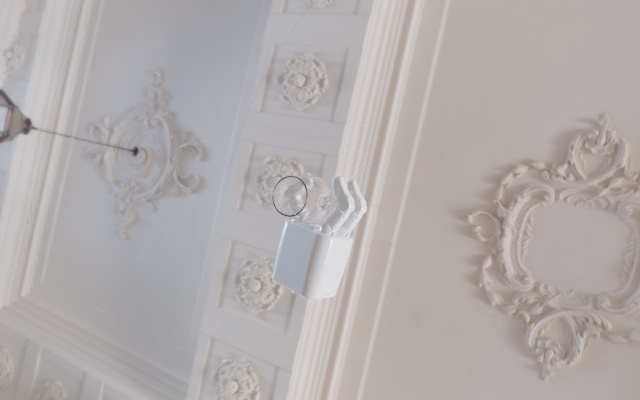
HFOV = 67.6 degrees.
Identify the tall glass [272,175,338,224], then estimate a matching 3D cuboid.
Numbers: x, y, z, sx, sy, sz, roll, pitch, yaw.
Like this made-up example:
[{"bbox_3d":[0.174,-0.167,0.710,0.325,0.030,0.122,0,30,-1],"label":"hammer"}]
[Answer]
[{"bbox_3d":[0.000,0.003,0.798,0.079,0.079,0.201,0,-6,28],"label":"tall glass"}]
